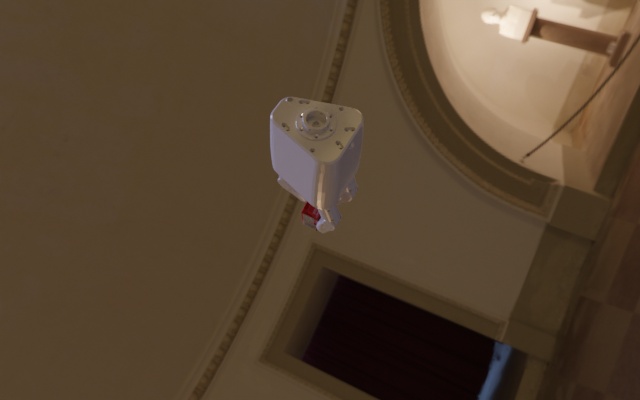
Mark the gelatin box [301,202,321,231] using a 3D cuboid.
[{"bbox_3d":[0.000,0.002,0.742,0.030,0.073,0.089,27,-13,6],"label":"gelatin box"}]
